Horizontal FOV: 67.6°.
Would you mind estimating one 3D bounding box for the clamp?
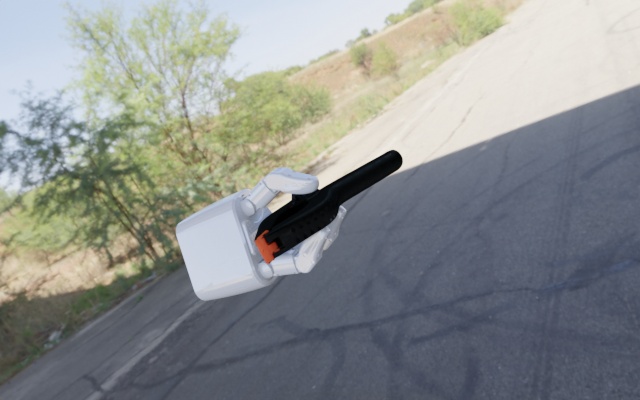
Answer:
[{"bbox_3d":[-0.001,0.001,0.536,0.164,0.036,0.210,-20,14,29],"label":"clamp"}]
